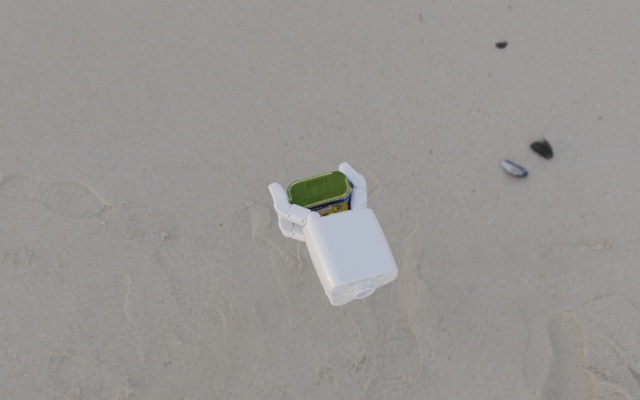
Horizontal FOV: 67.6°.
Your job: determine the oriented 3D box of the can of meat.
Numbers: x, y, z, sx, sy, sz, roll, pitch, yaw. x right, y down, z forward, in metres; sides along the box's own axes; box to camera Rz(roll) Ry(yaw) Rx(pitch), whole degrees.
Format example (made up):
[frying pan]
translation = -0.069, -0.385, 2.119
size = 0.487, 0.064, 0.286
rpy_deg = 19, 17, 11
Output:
[can of meat]
translation = 0.000, 0.002, 0.762
size = 0.102, 0.057, 0.084
rpy_deg = -16, -29, -4
